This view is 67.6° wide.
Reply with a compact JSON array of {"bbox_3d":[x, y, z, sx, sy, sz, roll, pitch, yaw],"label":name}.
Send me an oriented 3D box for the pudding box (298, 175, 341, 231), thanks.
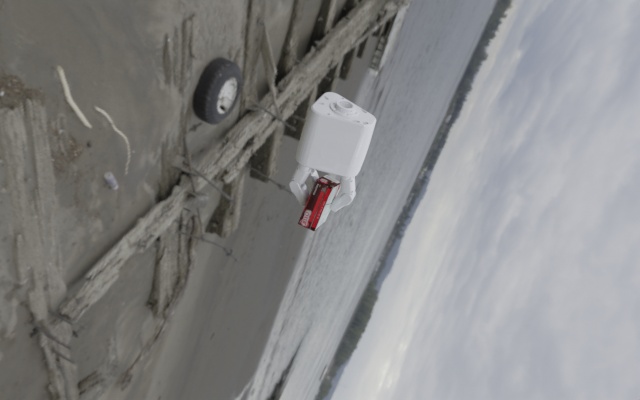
[{"bbox_3d":[0.000,0.003,0.895,0.039,0.090,0.113,25,11,8],"label":"pudding box"}]
